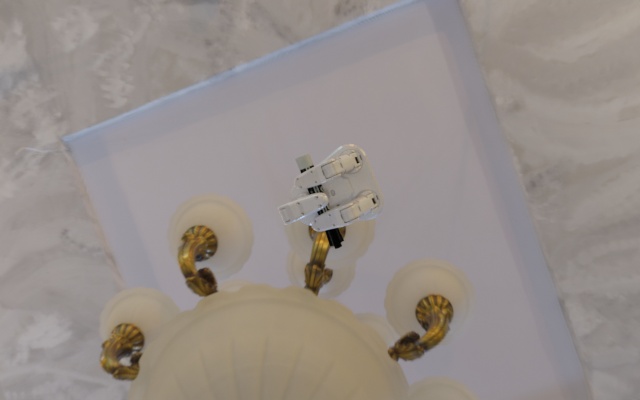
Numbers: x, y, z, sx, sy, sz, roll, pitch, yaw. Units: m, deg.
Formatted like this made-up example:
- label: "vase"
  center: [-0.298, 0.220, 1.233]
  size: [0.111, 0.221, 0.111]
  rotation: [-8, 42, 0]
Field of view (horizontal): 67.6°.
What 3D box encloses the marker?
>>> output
- label: "marker"
  center: [0.000, 0.002, 0.584]
  size: [0.020, 0.121, 0.020]
  rotation: [-22, 3, 1]
